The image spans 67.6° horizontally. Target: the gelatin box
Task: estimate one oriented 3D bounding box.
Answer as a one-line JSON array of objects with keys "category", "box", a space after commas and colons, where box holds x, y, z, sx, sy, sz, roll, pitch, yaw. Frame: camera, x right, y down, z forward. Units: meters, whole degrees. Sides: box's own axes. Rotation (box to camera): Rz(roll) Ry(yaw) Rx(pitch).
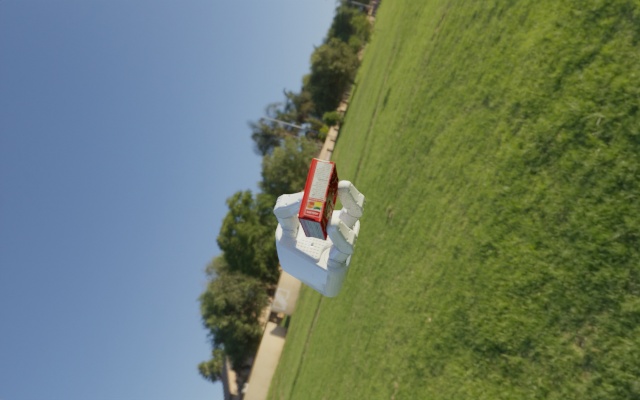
[{"category": "gelatin box", "box": [0.000, 0.002, 0.568, 0.030, 0.073, 0.089, 11, -18, 9]}]
